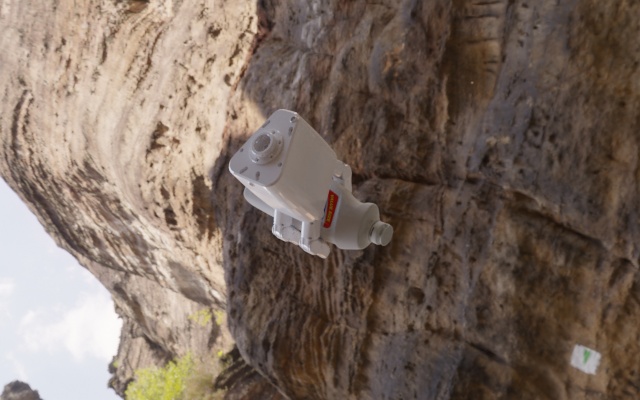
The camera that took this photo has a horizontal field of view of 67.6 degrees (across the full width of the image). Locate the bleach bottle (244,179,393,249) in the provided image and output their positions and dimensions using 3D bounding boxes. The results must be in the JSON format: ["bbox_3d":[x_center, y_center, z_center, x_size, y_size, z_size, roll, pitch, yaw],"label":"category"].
[{"bbox_3d":[0.000,0.002,0.715,0.250,0.102,0.068,22,-12,36],"label":"bleach bottle"}]
